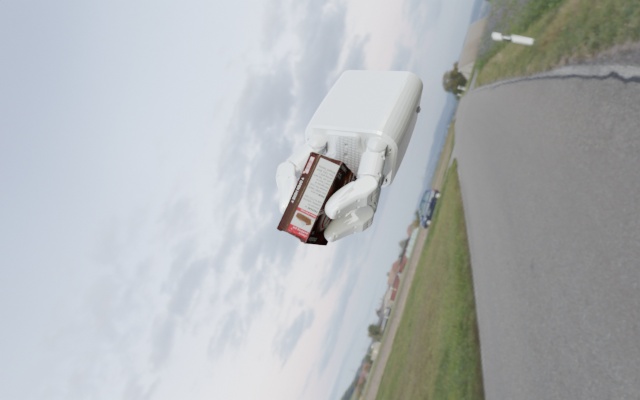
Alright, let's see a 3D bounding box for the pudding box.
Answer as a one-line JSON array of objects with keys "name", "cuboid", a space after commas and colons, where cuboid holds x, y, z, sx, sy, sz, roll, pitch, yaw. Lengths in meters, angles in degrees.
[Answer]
[{"name": "pudding box", "cuboid": [0.000, 0.002, 0.519, 0.039, 0.090, 0.113, 23, -1, 15]}]
